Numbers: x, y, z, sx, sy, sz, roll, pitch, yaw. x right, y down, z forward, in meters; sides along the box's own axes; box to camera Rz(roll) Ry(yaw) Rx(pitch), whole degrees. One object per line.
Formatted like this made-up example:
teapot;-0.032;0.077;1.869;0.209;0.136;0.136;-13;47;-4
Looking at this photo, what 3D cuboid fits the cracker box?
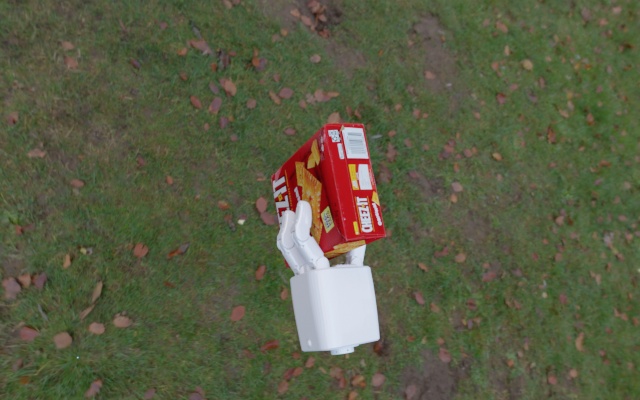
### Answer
cracker box;0.000;0.002;0.716;0.072;0.164;0.214;-3;-15;-28
